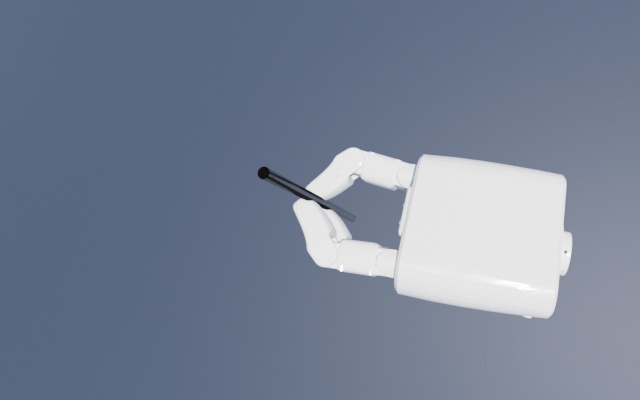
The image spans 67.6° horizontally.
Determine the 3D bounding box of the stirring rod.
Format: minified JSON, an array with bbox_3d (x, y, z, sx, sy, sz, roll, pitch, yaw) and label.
[{"bbox_3d":[0.000,0.001,0.405,0.011,0.011,0.239,0,-9,17],"label":"stirring rod"}]
